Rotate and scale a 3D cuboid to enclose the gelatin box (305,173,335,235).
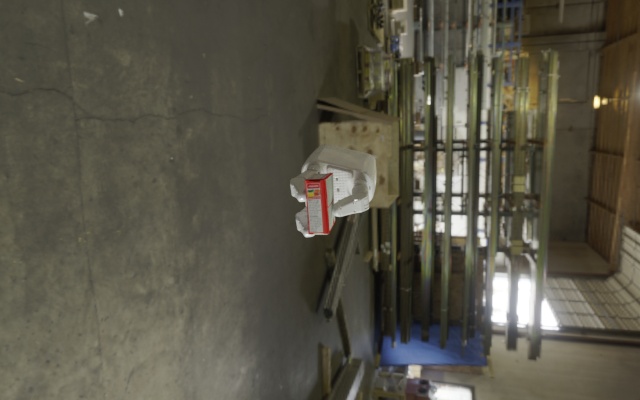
[{"bbox_3d":[0.001,0.002,0.655,0.030,0.073,0.089,-2,9,8],"label":"gelatin box"}]
